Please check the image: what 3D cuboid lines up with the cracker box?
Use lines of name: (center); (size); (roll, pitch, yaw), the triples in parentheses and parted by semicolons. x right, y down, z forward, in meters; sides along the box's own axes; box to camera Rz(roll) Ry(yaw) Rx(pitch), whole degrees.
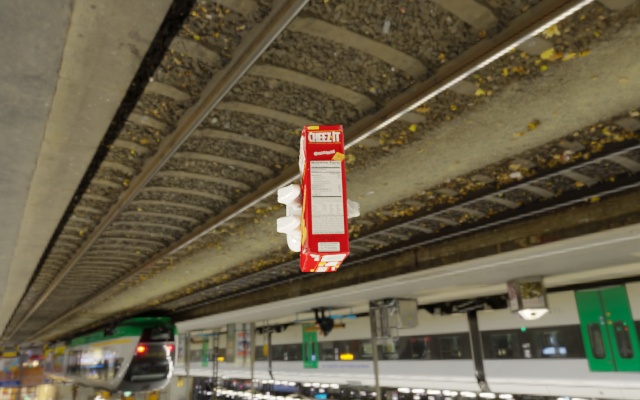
cracker box: (0.000, 0.003, 0.810); (0.072, 0.213, 0.164); (-1, -17, -6)
